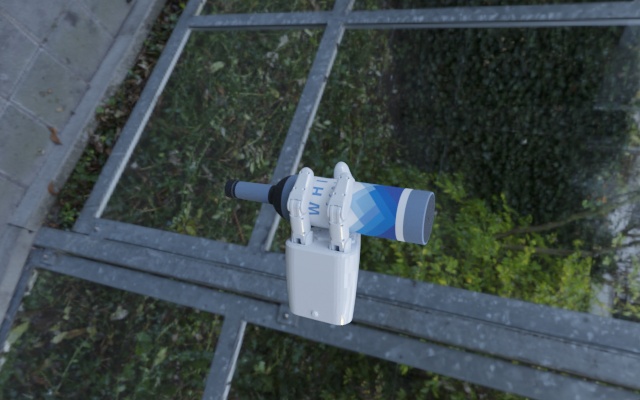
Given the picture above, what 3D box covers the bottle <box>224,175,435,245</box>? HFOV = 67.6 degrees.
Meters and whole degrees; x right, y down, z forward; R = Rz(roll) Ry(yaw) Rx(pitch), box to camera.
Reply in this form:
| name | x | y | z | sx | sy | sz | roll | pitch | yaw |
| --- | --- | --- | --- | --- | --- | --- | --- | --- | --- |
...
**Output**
| name | x | y | z | sx | sy | sz | roll | pitch | yaw |
| --- | --- | --- | --- | --- | --- | --- | --- | --- | --- |
| bottle | 0.000 | 0.002 | 0.647 | 0.295 | 0.069 | 0.069 | 9 | 3 | 23 |
